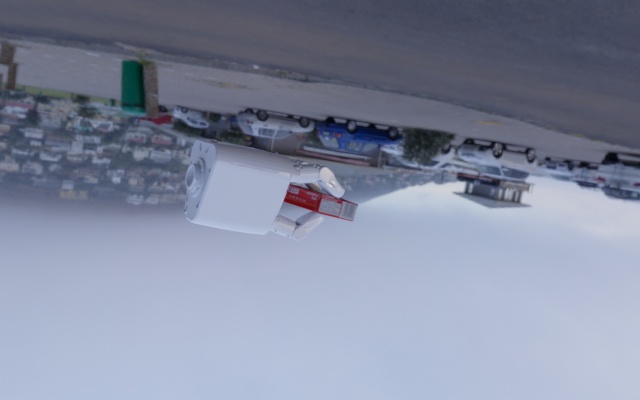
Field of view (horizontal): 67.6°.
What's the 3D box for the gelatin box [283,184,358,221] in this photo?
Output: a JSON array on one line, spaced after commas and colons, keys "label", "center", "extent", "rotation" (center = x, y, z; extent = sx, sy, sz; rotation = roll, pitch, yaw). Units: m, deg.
[{"label": "gelatin box", "center": [0.000, 0.003, 0.705], "extent": [0.073, 0.030, 0.089], "rotation": [18, 2, 42]}]
